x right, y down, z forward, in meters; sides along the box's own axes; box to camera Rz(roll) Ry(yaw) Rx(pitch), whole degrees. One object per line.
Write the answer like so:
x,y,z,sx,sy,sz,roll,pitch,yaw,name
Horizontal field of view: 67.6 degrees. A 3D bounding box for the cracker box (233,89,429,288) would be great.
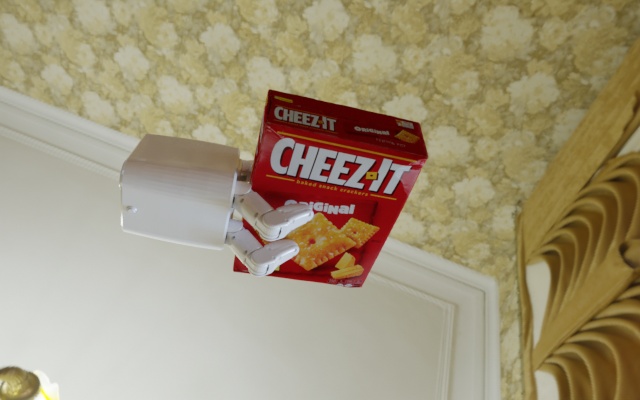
0.000,0.002,0.530,0.164,0.214,0.072,10,41,-11,cracker box
